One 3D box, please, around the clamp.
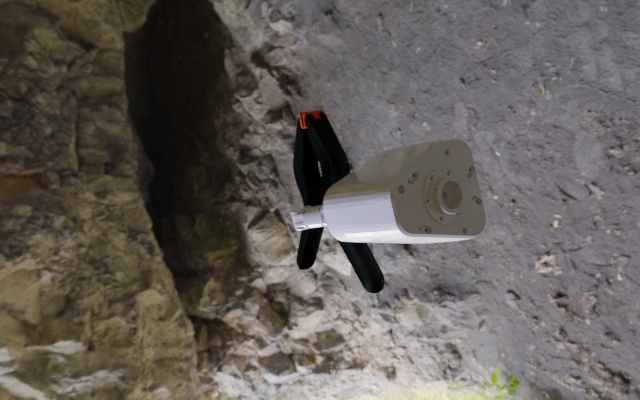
[{"bbox_3d":[-0.001,0.001,0.568,0.036,0.210,0.164,-15,3,-32],"label":"clamp"}]
